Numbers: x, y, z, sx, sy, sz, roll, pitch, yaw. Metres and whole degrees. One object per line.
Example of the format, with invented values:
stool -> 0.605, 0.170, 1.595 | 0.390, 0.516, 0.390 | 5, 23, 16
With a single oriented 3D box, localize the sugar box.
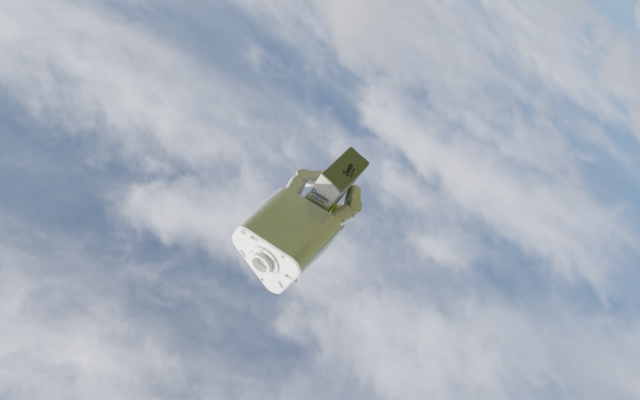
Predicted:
sugar box -> 0.000, 0.003, 0.744 | 0.093, 0.048, 0.176 | -45, -3, -44
